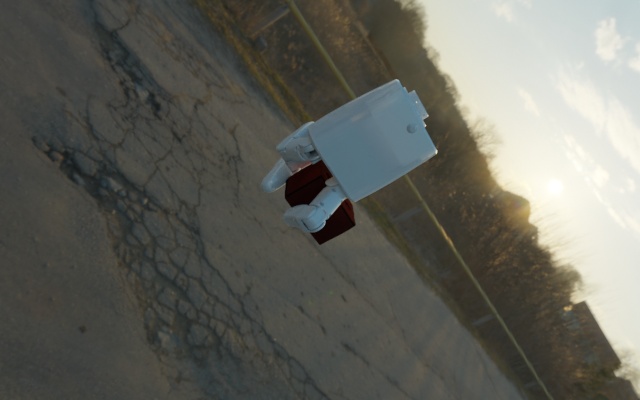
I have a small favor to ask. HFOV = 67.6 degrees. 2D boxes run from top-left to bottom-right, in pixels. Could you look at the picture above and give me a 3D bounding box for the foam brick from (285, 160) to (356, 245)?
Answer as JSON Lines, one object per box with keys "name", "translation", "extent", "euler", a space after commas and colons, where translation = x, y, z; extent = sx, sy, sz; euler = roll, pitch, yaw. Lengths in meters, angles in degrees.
{"name": "foam brick", "translation": [0.000, 0.002, 0.563], "extent": [0.051, 0.078, 0.053], "euler": [-29, 25, 13]}
